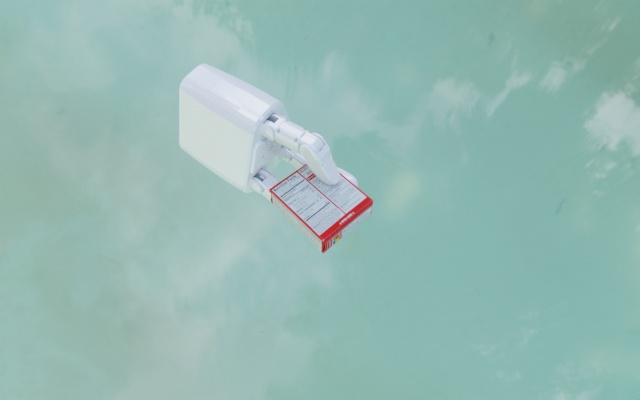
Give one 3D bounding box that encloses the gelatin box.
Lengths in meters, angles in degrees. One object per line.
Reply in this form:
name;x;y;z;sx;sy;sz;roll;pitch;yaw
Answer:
gelatin box;0.000;0.002;0.515;0.073;0.089;0.030;-38;-27;-22
